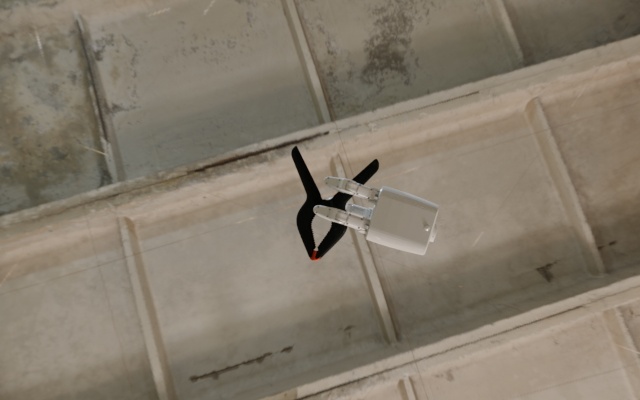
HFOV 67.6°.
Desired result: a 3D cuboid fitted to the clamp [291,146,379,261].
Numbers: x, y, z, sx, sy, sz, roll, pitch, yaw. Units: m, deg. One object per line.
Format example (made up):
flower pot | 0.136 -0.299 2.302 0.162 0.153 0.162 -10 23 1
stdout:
clamp | 0.000 0.004 0.873 0.164 0.210 0.036 17 -5 12
